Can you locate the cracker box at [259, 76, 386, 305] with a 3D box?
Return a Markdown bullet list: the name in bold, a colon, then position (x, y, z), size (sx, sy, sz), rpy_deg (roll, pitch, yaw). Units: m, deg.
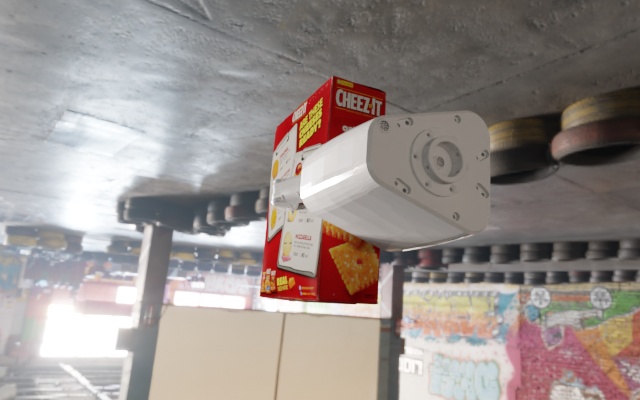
- **cracker box**: position (0.000, 0.002, 0.517), size (0.072, 0.213, 0.164), rpy_deg (10, -14, -24)
